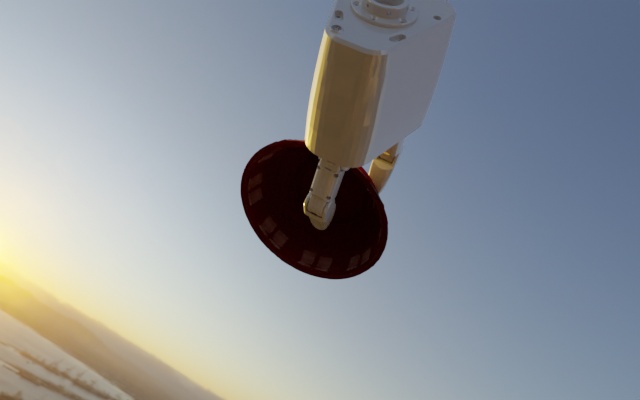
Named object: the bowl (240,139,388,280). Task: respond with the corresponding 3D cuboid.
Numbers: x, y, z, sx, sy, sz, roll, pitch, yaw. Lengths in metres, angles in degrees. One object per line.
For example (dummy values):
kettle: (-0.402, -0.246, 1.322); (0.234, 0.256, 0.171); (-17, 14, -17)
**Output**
bowl: (0.000, 0.002, 0.493); (0.162, 0.162, 0.055); (0, 30, 29)
